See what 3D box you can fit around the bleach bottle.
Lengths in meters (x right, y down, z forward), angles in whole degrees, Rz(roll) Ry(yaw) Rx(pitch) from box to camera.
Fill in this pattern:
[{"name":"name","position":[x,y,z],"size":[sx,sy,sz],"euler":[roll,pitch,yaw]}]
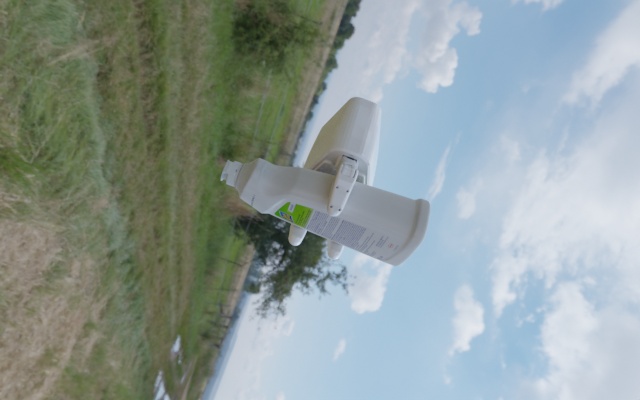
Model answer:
[{"name":"bleach bottle","position":[0.000,0.002,0.593],"size":[0.251,0.068,0.103],"euler":[21,-34,-3]}]
